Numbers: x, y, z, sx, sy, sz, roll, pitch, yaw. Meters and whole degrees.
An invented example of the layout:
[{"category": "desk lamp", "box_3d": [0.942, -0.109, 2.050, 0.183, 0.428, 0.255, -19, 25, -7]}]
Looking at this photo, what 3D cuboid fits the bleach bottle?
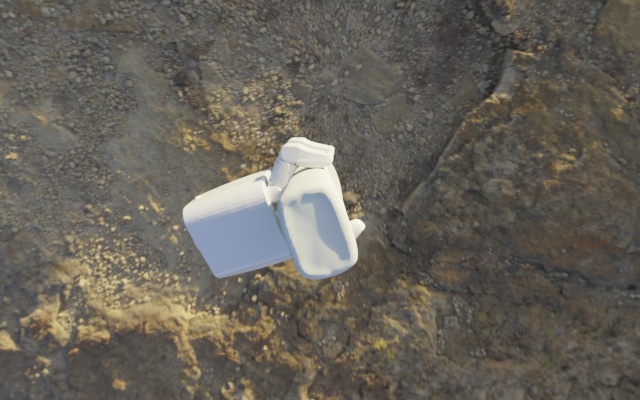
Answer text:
[{"category": "bleach bottle", "box_3d": [0.000, 0.002, 0.597, 0.068, 0.102, 0.250, -18, 13, 6]}]
